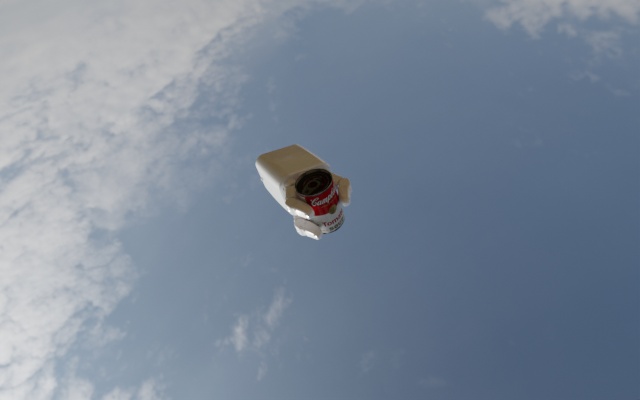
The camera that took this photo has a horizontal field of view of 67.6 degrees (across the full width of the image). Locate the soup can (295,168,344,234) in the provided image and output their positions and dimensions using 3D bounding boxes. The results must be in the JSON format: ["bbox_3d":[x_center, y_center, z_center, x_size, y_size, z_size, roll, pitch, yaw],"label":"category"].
[{"bbox_3d":[0.001,0.003,0.855,0.068,0.068,0.102,0,-44,20],"label":"soup can"}]
